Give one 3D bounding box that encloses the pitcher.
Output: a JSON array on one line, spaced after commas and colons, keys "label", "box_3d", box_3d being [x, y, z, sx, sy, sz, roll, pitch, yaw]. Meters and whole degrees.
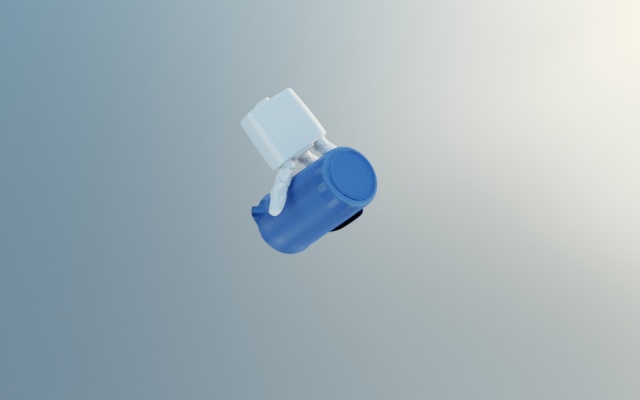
[{"label": "pitcher", "box_3d": [0.000, 0.003, 0.864, 0.149, 0.145, 0.243, -39, 3, -39]}]
